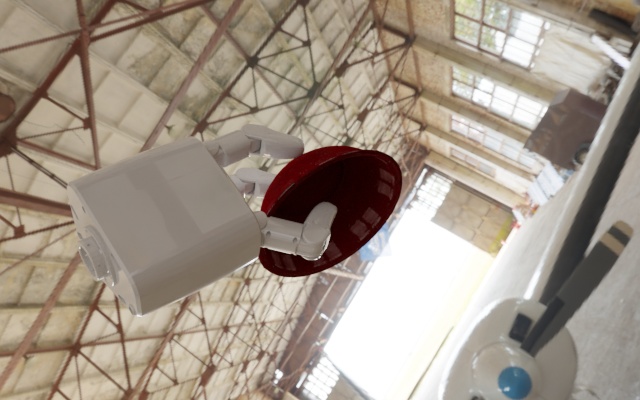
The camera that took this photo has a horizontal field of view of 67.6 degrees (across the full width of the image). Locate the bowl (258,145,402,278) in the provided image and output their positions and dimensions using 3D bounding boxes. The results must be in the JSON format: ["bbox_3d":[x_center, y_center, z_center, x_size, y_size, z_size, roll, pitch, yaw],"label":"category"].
[{"bbox_3d":[0.001,0.001,0.473,0.162,0.162,0.055,0,40,-40],"label":"bowl"}]
